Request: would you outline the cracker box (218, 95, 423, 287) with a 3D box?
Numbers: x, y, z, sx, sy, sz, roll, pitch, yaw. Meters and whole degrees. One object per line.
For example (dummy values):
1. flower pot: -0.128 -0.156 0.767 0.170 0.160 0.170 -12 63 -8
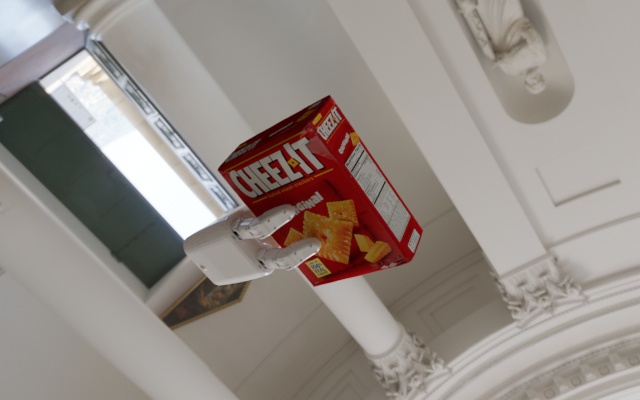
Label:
1. cracker box: 0.000 0.002 0.597 0.164 0.214 0.072 -21 26 38
